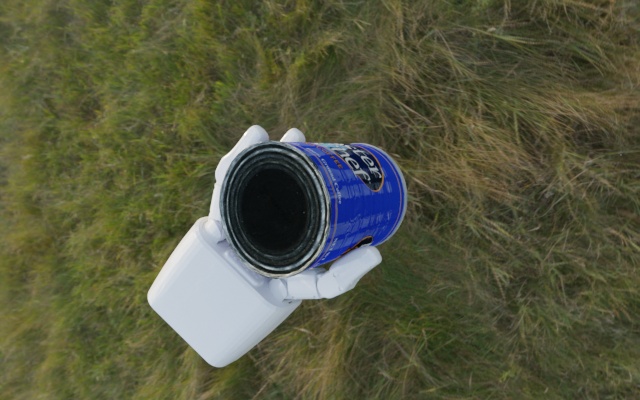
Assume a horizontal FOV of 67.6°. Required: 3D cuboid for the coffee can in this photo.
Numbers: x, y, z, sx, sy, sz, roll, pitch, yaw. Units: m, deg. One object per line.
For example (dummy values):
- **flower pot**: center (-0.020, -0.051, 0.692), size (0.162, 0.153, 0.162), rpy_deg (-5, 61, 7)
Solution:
- **coffee can**: center (0.000, 0.001, 0.408), size (0.103, 0.103, 0.140), rpy_deg (0, 5, 32)
